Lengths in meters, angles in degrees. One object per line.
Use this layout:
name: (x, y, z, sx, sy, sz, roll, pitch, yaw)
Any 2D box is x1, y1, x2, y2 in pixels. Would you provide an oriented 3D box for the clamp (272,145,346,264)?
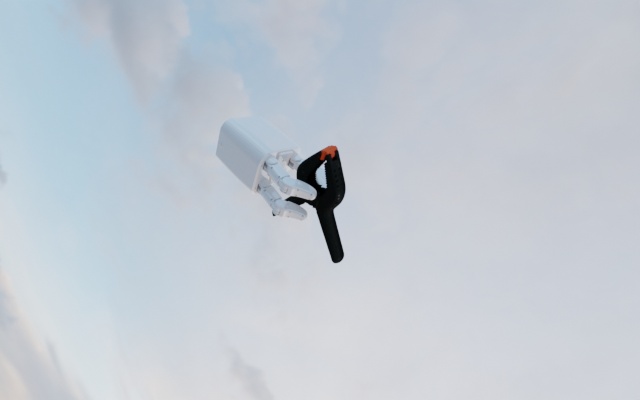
clamp: (0.001, 0.002, 0.805, 0.164, 0.210, 0.036, 40, 46, 17)
